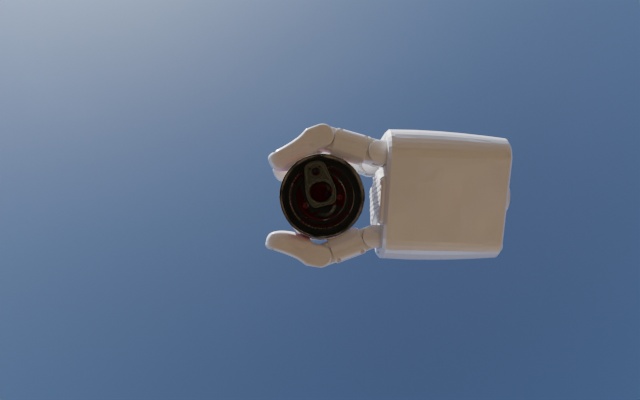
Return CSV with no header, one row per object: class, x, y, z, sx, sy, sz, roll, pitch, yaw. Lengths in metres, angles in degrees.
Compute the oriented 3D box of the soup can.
soup can,0.000,0.002,0.427,0.068,0.068,0.102,0,-6,-1
